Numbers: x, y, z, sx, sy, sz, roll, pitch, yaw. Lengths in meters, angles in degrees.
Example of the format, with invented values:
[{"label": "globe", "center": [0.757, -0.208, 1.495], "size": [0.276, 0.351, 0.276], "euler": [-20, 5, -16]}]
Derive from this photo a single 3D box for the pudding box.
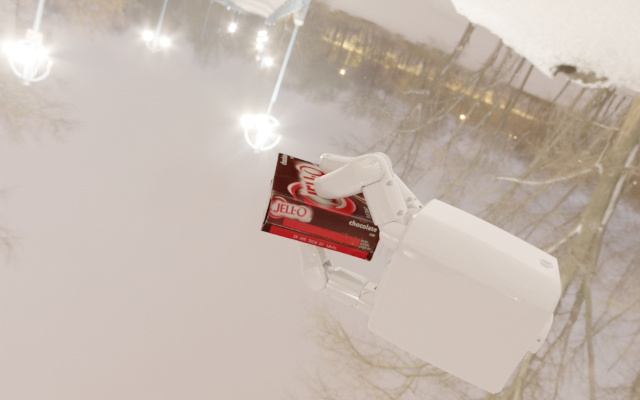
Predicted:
[{"label": "pudding box", "center": [0.000, 0.001, 0.403], "size": [0.090, 0.039, 0.113], "euler": [17, 17, -9]}]
